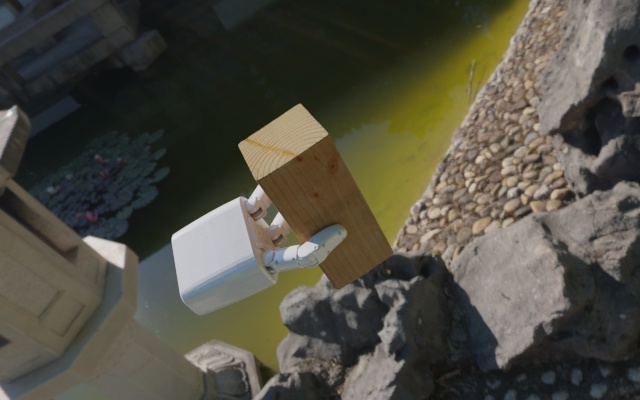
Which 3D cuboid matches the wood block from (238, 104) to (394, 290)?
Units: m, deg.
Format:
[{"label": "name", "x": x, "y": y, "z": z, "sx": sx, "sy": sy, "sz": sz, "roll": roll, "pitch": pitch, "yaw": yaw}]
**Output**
[{"label": "wood block", "x": 0.000, "y": 0.002, "z": 0.579, "sx": 0.090, "sy": 0.206, "sz": 0.090, "roll": -33, "pitch": 39, "yaw": -1}]
